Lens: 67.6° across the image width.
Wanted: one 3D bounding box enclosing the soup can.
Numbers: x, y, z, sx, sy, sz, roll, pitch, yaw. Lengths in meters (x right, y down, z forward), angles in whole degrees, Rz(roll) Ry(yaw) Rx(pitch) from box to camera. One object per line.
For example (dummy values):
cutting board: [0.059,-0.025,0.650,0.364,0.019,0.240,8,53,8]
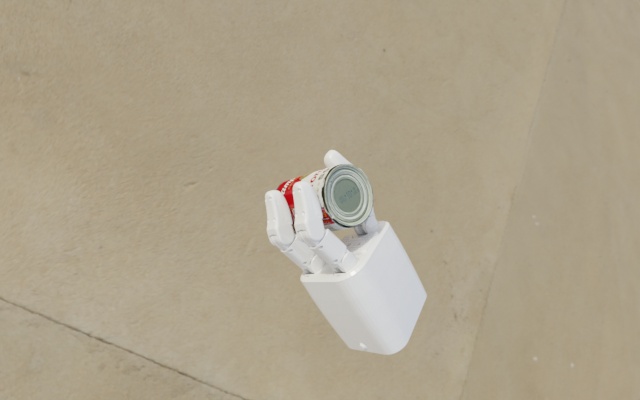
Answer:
soup can: [0.000,0.001,0.523,0.068,0.068,0.102,0,-8,-36]
